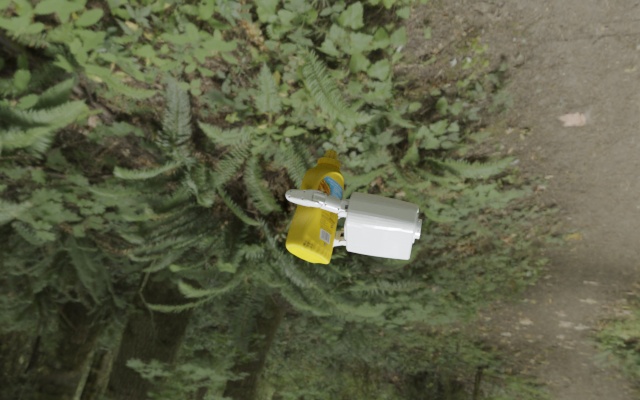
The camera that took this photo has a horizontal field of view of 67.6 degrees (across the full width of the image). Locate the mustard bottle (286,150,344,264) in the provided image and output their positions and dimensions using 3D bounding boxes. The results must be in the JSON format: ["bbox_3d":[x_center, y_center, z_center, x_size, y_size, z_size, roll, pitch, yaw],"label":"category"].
[{"bbox_3d":[0.000,0.003,0.802,0.058,0.191,0.096,0,-23,34],"label":"mustard bottle"}]
